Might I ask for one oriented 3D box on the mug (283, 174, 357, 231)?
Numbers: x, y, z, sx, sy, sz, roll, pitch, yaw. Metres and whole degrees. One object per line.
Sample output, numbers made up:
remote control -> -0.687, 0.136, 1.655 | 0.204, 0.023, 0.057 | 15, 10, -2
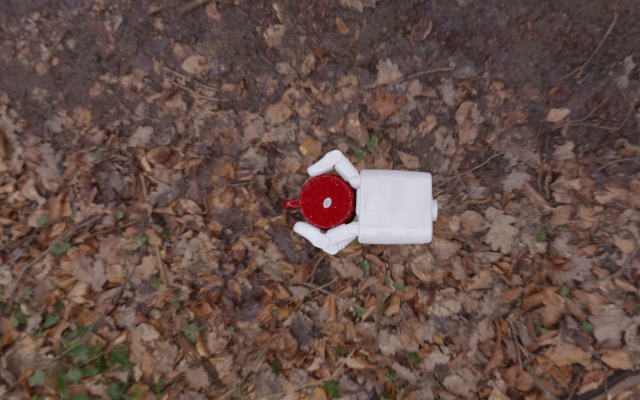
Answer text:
mug -> -0.001, 0.002, 0.739 | 0.117, 0.093, 0.081 | 0, -2, 6
